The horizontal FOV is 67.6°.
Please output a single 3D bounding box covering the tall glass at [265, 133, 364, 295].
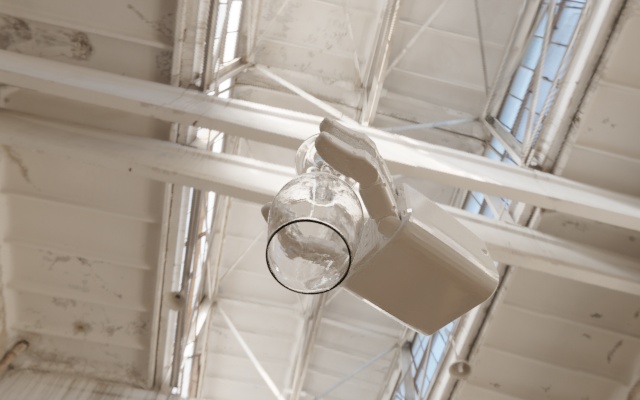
[{"bbox_3d":[0.000,0.001,0.427,0.079,0.079,0.201,0,24,6],"label":"tall glass"}]
